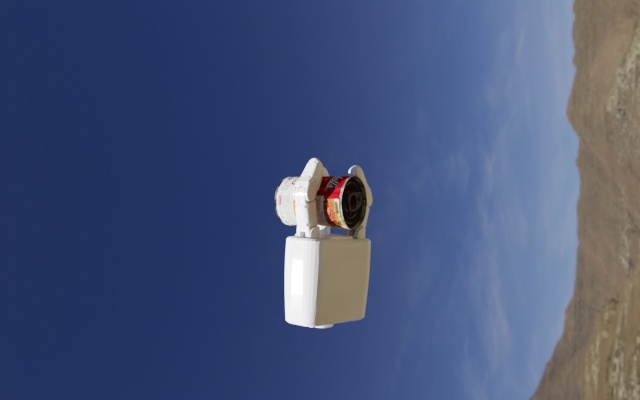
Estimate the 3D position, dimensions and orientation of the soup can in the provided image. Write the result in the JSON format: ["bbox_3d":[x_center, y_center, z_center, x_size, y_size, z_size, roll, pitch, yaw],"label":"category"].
[{"bbox_3d":[0.000,0.002,0.621,0.102,0.068,0.068,2,1,32],"label":"soup can"}]
